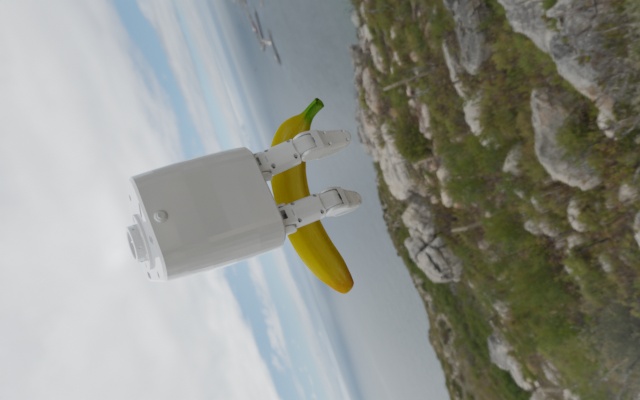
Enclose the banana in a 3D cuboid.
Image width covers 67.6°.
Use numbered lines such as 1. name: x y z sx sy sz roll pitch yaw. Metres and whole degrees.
1. banana: -0.015 0.001 0.487 0.069 0.198 0.037 -9 3 36
